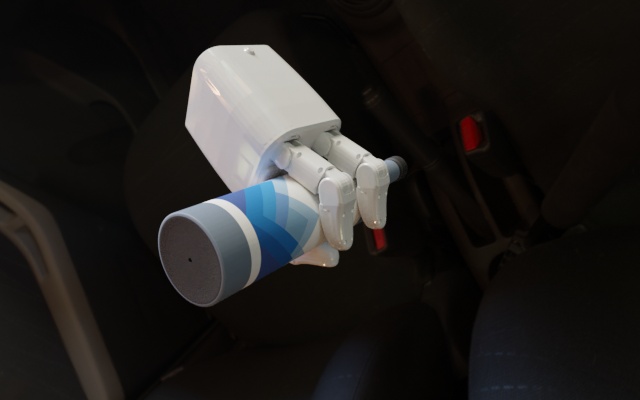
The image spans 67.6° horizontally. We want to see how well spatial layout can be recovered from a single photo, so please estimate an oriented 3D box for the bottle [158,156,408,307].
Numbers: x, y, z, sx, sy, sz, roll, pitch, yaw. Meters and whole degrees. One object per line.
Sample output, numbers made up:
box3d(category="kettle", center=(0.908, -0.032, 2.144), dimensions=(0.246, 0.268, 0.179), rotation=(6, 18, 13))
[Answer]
box3d(category="bottle", center=(0.000, 0.002, 0.426), dimensions=(0.069, 0.069, 0.295), rotation=(0, 15, 37))
